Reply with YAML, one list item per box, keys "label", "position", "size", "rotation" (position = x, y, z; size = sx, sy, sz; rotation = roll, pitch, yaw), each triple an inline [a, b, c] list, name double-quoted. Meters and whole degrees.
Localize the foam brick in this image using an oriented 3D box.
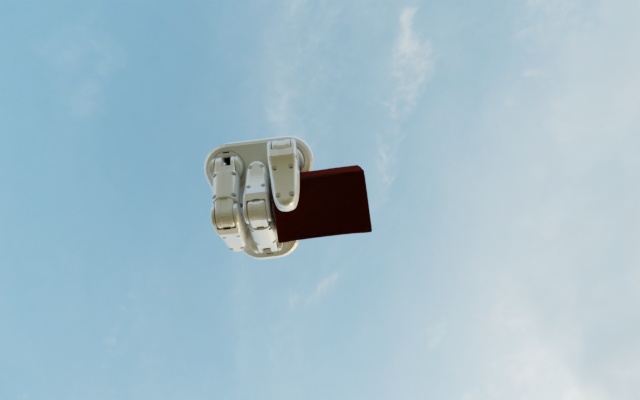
- label: "foam brick"
  position: [0.000, 0.001, 0.405]
  size: [0.078, 0.053, 0.051]
  rotation: [-6, 9, 0]
